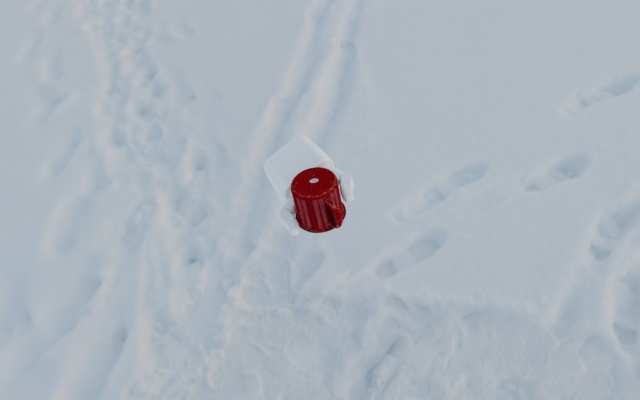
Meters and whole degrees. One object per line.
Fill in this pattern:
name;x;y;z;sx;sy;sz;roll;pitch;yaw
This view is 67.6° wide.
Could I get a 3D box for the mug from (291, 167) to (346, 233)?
mug;0.001;0.003;0.825;0.093;0.082;0.117;-27;45;-15
